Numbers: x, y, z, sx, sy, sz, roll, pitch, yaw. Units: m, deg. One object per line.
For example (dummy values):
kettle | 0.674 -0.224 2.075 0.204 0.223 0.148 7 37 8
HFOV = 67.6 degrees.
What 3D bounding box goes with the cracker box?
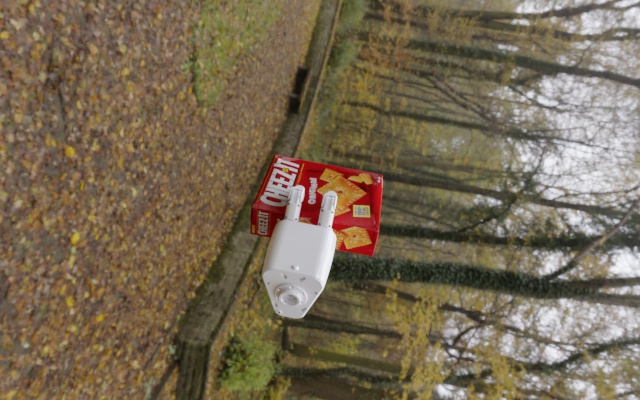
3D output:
cracker box | 0.000 0.003 0.850 0.213 0.072 0.164 11 39 3
